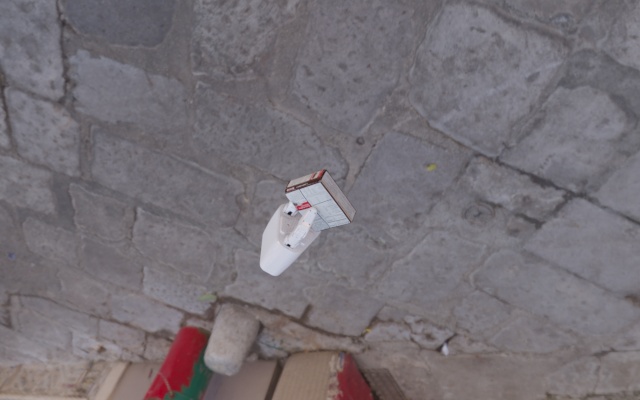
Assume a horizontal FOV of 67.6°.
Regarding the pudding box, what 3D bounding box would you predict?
[{"bbox_3d":[0.000,0.003,0.895,0.090,0.113,0.039,-17,35,34],"label":"pudding box"}]
